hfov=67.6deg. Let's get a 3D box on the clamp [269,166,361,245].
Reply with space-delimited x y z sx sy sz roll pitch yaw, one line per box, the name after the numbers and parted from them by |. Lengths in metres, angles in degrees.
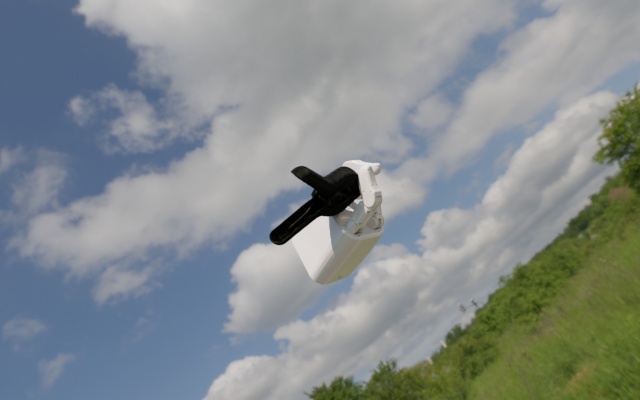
0.000 0.002 0.659 0.171 0.120 0.039 -7 46 -51 | clamp
